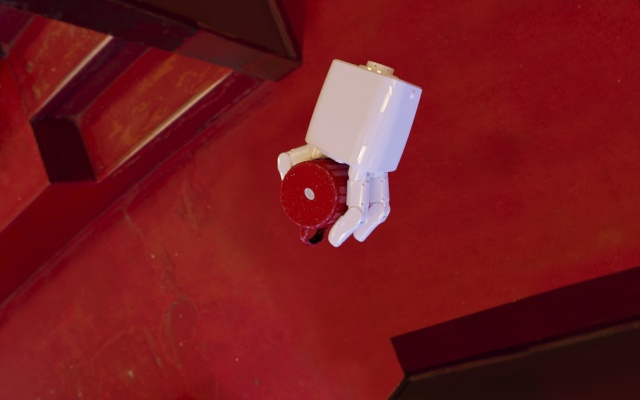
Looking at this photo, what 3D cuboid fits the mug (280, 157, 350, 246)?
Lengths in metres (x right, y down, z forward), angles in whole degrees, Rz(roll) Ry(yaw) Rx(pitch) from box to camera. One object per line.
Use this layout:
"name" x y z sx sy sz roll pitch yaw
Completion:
"mug" -0.001 0.003 0.594 0.093 0.117 0.081 25 16 25
